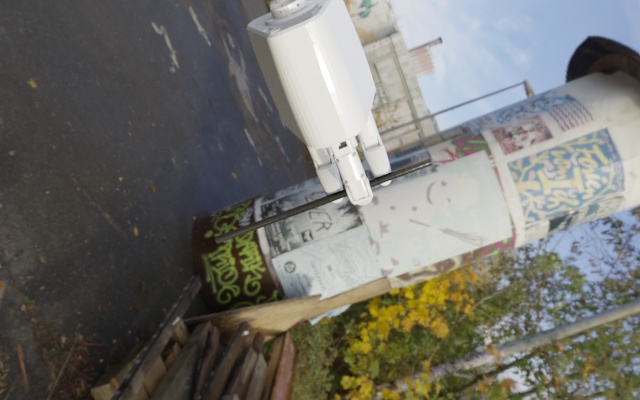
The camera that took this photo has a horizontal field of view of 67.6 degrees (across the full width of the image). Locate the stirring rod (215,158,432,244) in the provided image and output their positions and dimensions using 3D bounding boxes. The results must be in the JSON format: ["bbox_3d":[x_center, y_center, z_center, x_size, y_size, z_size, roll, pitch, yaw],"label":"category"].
[{"bbox_3d":[0.000,0.002,0.500,0.239,0.011,0.011,-20,-3,7],"label":"stirring rod"}]
